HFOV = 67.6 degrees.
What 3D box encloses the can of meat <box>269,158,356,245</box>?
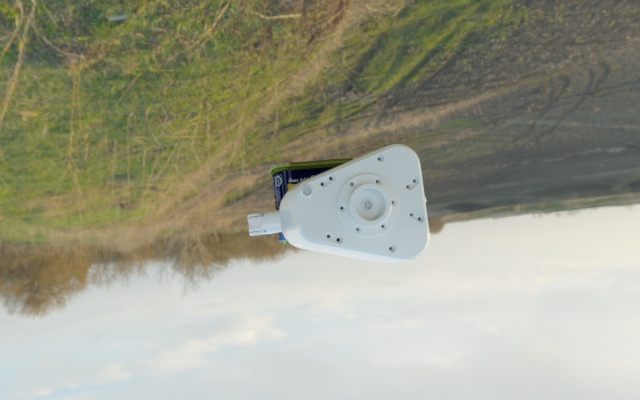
[{"bbox_3d":[0.000,0.002,0.517,0.102,0.084,0.057,-5,-4,-12],"label":"can of meat"}]
